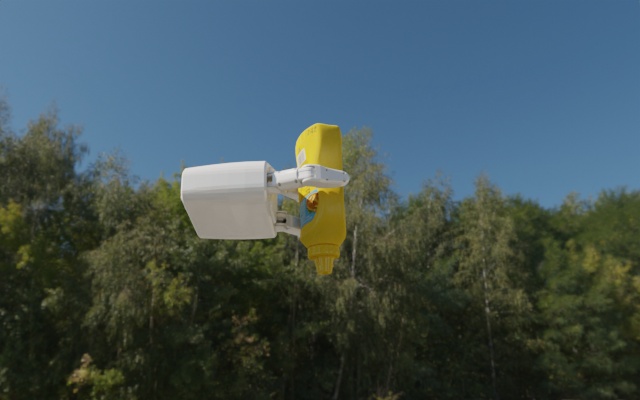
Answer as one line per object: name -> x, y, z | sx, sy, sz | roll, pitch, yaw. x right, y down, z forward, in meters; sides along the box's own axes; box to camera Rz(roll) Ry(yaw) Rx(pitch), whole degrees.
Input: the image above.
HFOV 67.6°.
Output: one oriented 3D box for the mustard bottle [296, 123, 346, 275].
mustard bottle -> 0.000, 0.002, 0.634 | 0.058, 0.191, 0.096 | 5, -22, -20
